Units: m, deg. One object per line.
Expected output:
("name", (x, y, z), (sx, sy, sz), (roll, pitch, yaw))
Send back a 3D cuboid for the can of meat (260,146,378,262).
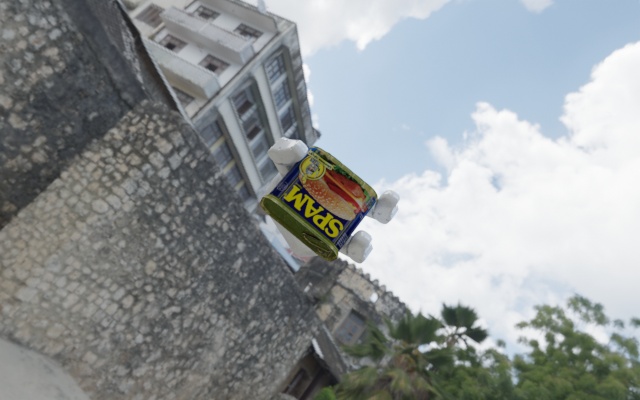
("can of meat", (0.000, 0.001, 0.523), (0.102, 0.084, 0.057), (39, -20, -1))
